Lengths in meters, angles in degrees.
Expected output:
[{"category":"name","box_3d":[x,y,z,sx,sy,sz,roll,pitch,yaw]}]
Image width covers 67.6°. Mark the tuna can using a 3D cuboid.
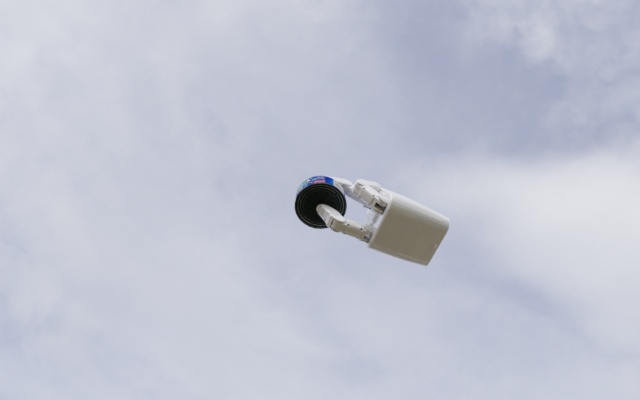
[{"category":"tuna can","box_3d":[0.000,0.002,0.792,0.086,0.086,0.033,0,28,-1]}]
